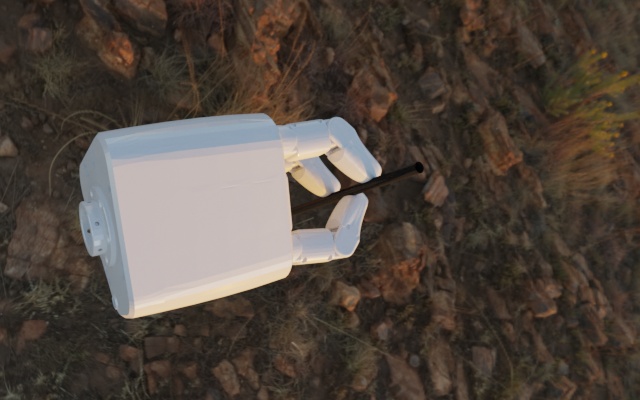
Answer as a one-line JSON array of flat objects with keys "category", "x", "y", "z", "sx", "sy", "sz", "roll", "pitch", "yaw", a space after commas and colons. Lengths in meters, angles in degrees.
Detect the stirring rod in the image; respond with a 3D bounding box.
[{"category": "stirring rod", "x": 0.000, "y": 0.001, "z": 0.415, "sx": 0.011, "sy": 0.011, "sz": 0.239, "roll": 0, "pitch": -11, "yaw": -34}]
